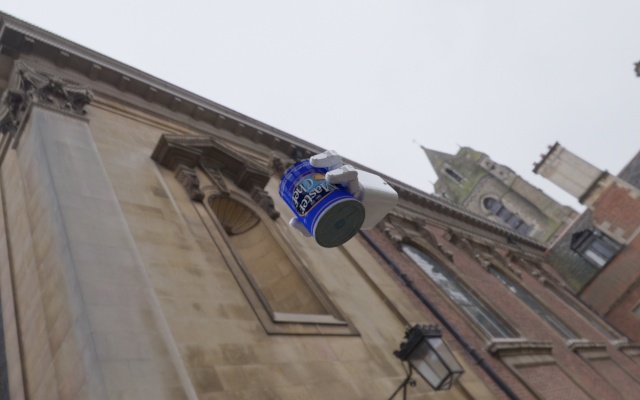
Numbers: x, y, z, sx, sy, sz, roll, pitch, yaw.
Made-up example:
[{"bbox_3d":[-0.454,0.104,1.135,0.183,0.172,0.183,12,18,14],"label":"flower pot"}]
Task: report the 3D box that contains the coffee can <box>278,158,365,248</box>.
[{"bbox_3d":[0.000,0.003,0.863,0.103,0.103,0.140,0,34,-37],"label":"coffee can"}]
